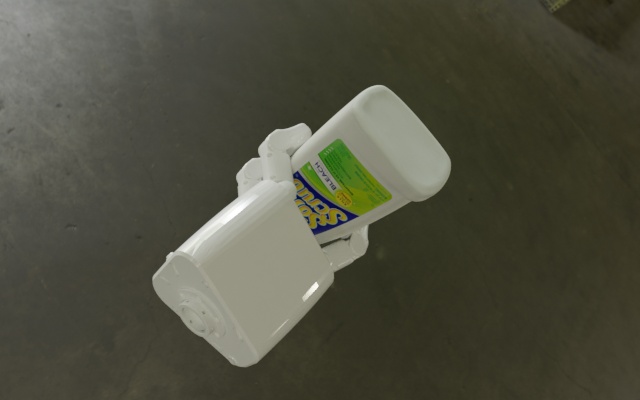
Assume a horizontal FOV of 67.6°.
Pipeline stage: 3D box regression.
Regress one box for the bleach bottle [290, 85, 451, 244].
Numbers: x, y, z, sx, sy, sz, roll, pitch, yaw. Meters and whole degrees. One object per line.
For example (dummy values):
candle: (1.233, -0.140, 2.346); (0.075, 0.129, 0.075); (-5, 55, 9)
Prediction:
bleach bottle: (0.000, 0.001, 0.465); (0.068, 0.102, 0.251); (-42, 2, -42)
